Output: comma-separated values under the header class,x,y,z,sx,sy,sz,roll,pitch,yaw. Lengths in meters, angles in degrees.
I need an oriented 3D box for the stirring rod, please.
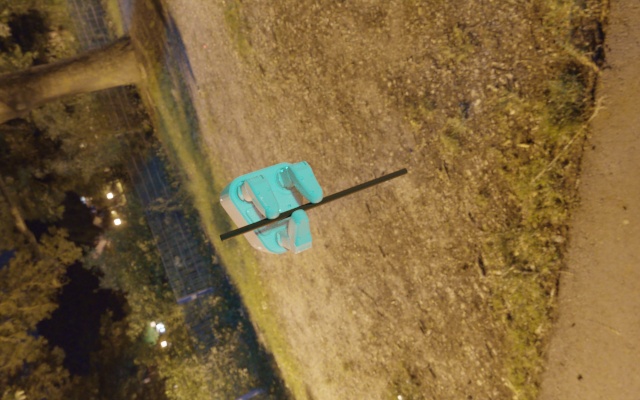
class,x,y,z,sx,sy,sz,roll,pitch,yaw
stirring rod,0.000,0.002,0.549,0.239,0.011,0.011,-20,7,-21
